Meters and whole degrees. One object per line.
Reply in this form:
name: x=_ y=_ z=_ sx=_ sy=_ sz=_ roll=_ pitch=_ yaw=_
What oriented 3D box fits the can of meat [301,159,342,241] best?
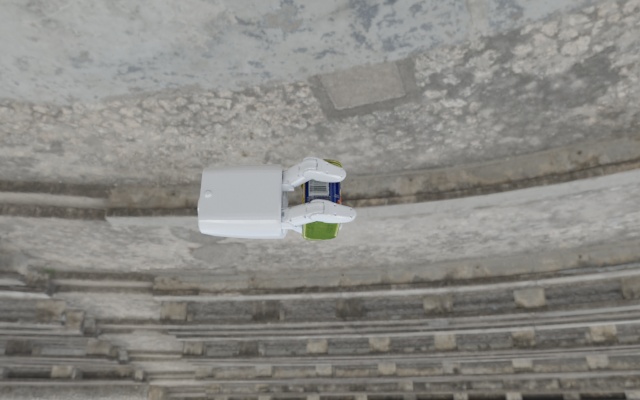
can of meat: x=0.000 y=0.003 z=0.668 sx=0.057 sy=0.084 sz=0.102 roll=1 pitch=-23 yaw=-2
